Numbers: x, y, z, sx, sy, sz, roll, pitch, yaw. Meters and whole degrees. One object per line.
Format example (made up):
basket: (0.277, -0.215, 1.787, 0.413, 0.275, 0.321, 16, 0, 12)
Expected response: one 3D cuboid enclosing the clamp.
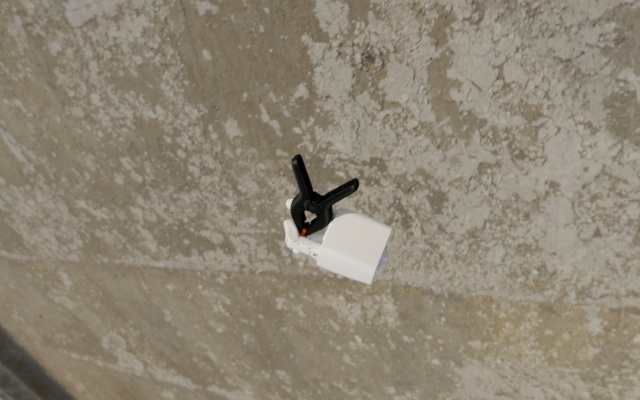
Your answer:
clamp: (0.000, 0.003, 0.844, 0.120, 0.172, 0.039, 20, 45, 13)
